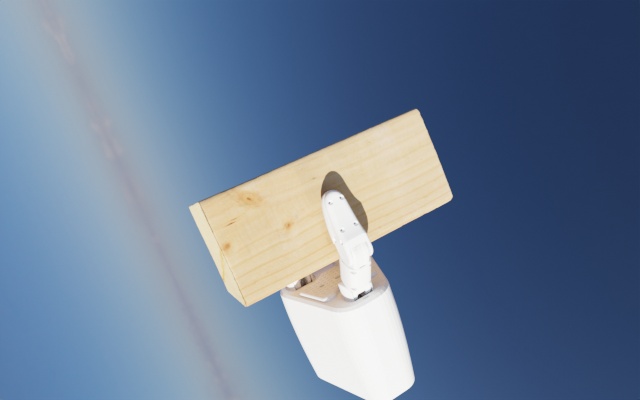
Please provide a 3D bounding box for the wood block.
[{"bbox_3d":[0.000,0.002,0.431,0.206,0.090,0.091,-25,7,-19],"label":"wood block"}]
